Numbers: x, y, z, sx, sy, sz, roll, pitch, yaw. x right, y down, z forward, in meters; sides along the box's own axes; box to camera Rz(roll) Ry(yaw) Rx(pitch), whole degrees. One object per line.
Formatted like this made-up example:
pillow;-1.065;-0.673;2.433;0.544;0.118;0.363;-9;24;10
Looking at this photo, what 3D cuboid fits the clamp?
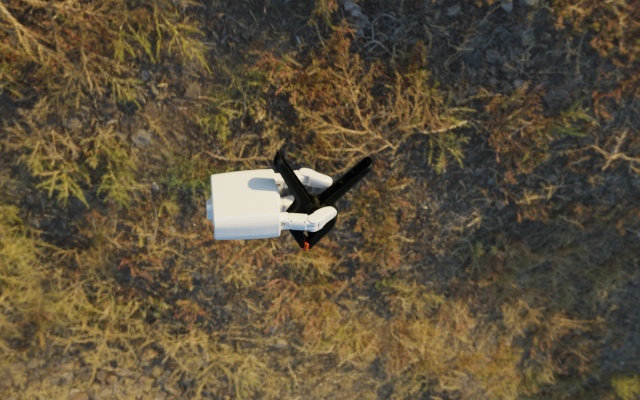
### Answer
clamp;0.000;0.004;0.818;0.164;0.210;0.036;-3;41;-11
